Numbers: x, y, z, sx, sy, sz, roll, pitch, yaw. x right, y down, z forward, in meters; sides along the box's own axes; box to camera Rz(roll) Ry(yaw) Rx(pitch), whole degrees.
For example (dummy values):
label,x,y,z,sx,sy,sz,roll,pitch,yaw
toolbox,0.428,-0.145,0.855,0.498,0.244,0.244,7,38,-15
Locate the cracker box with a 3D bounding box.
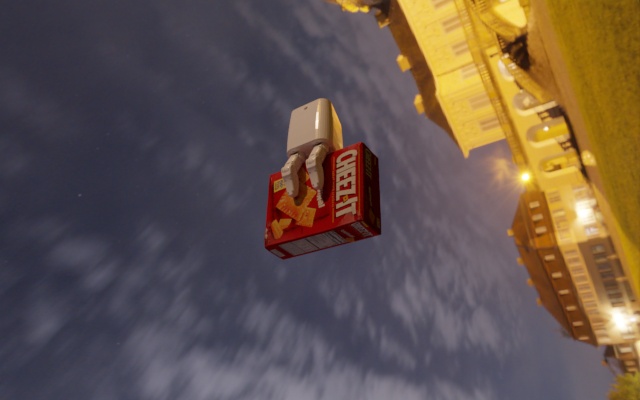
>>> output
label,x,y,z,sx,sy,sz,roll,pitch,yaw
cracker box,0.000,0.003,0.880,0.214,0.164,0.072,-18,-36,30
